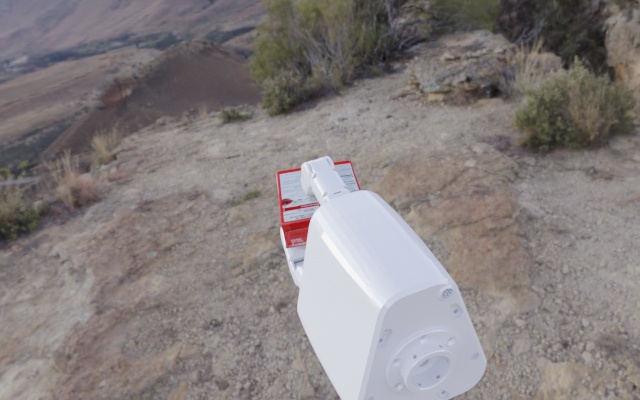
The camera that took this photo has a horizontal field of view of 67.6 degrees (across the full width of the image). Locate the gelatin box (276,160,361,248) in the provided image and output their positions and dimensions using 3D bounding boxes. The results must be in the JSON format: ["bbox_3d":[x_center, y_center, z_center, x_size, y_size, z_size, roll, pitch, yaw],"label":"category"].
[{"bbox_3d":[0.000,0.001,0.431,0.073,0.030,0.089,-10,35,-2],"label":"gelatin box"}]
